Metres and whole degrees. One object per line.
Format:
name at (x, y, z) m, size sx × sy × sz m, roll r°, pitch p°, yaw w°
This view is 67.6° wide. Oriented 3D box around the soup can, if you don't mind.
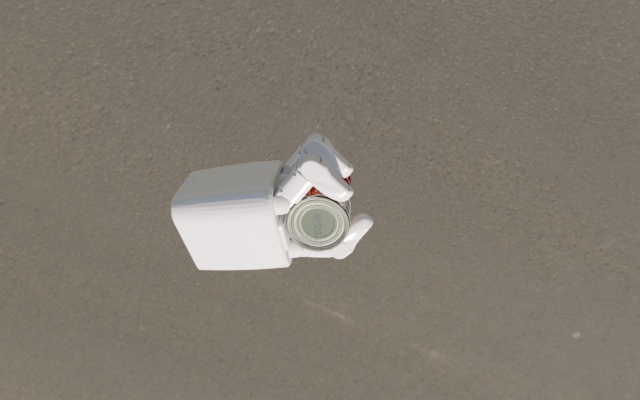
soup can at (0.001, 0.002, 0.529) m, size 0.068 × 0.068 × 0.102 m, roll 0°, pitch 28°, yaw 4°
